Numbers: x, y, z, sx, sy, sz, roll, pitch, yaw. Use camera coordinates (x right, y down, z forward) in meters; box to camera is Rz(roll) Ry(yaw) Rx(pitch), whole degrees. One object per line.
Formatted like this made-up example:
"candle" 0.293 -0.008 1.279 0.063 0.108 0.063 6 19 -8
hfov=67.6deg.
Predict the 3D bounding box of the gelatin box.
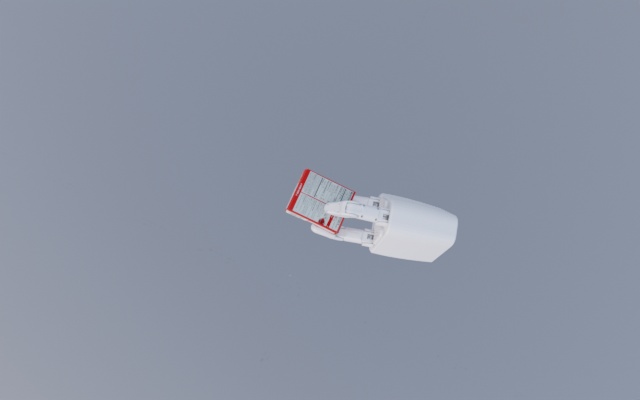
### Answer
"gelatin box" 0.000 0.002 0.745 0.089 0.073 0.030 26 -11 -8
